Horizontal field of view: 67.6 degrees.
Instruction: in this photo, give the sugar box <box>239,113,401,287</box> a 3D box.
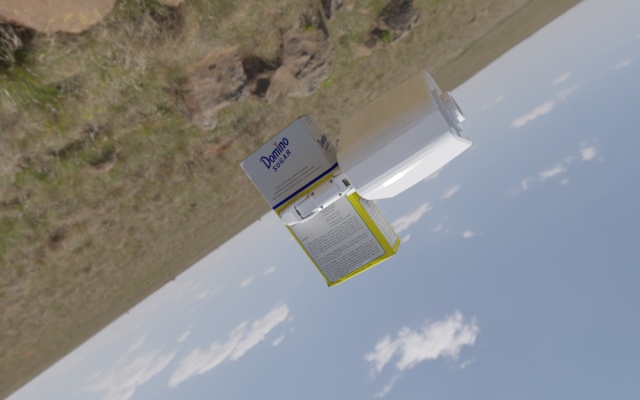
[{"bbox_3d":[0.000,0.002,0.529,0.093,0.176,0.048,-32,4,26],"label":"sugar box"}]
